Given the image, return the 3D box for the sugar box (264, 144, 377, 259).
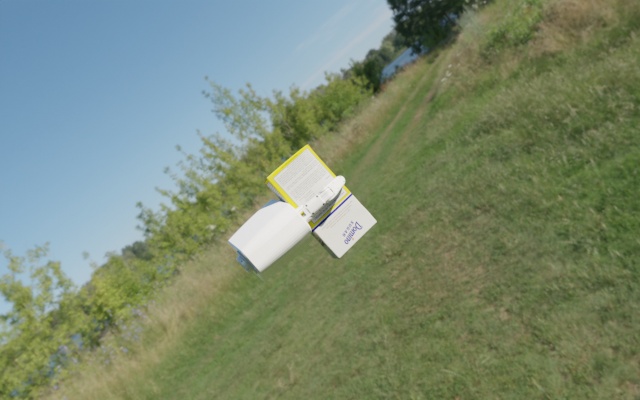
[{"bbox_3d":[0.000,0.003,0.796,0.093,0.176,0.048,-42,5,-14],"label":"sugar box"}]
